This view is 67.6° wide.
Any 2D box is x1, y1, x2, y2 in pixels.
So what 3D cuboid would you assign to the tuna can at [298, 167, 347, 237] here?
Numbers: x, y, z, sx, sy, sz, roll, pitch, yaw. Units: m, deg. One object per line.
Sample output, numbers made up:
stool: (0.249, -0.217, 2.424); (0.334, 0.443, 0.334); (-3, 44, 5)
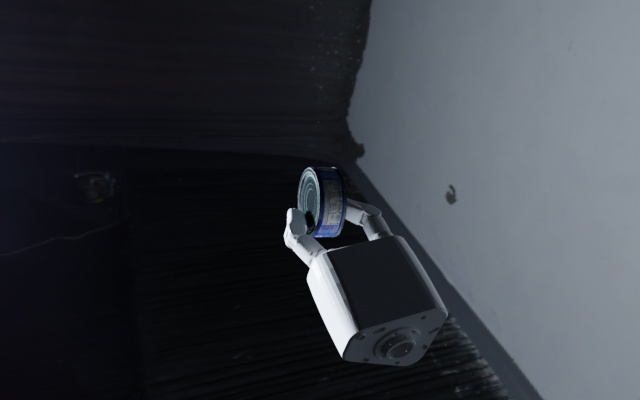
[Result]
tuna can: (0.000, 0.002, 0.578); (0.034, 0.086, 0.086); (1, 0, -20)
